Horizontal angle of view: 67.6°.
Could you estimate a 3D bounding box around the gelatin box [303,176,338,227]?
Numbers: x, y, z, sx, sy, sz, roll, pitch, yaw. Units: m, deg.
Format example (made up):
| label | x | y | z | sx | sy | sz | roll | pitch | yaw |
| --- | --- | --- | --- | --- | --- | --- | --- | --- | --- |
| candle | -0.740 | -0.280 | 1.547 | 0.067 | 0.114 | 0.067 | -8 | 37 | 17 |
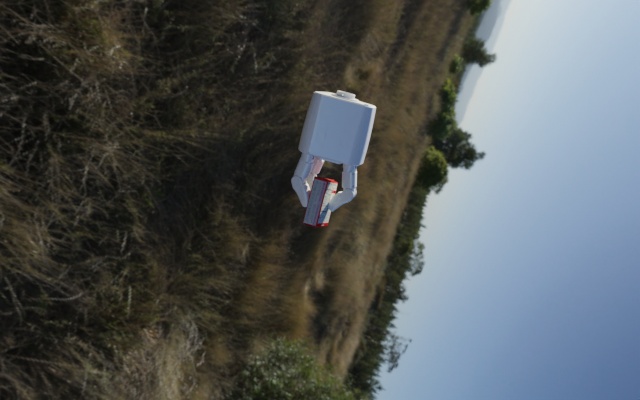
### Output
| label | x | y | z | sx | sy | sz | roll | pitch | yaw |
| --- | --- | --- | --- | --- | --- | --- | --- | --- | --- |
| gelatin box | 0.000 | 0.003 | 0.870 | 0.030 | 0.089 | 0.073 | 14 | 3 | 16 |
